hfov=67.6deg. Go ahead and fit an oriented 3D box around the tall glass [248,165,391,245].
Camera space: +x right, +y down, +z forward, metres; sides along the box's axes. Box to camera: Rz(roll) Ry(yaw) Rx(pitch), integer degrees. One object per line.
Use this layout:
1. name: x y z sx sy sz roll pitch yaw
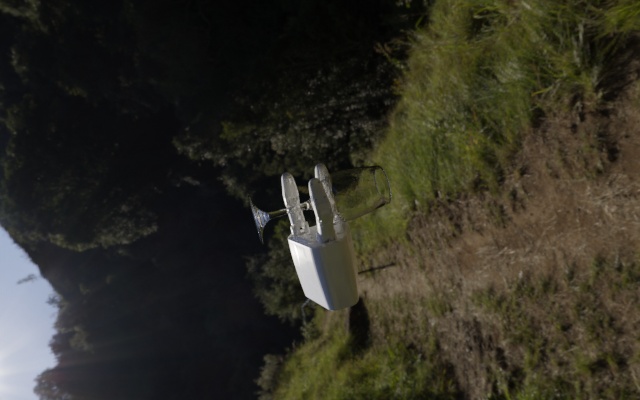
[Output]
1. tall glass: -0.001 0.002 0.706 0.201 0.079 0.079 -16 2 -9
